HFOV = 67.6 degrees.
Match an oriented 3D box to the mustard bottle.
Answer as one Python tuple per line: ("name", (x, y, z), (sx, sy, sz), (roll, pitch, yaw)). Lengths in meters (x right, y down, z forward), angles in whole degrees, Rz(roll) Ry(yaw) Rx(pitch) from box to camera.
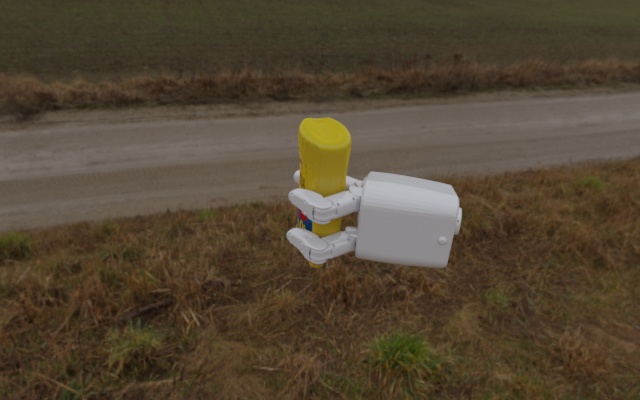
("mustard bottle", (0.000, 0.002, 0.589), (0.058, 0.192, 0.096), (-4, 30, -13))
